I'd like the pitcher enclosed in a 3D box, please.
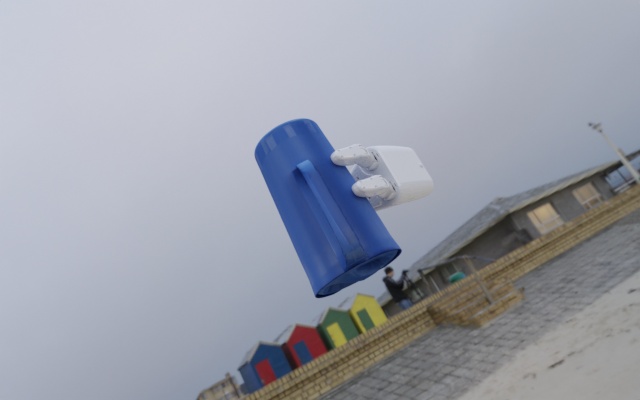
[{"bbox_3d":[0.000,0.002,0.674,0.145,0.242,0.149,-10,-26,-45],"label":"pitcher"}]
